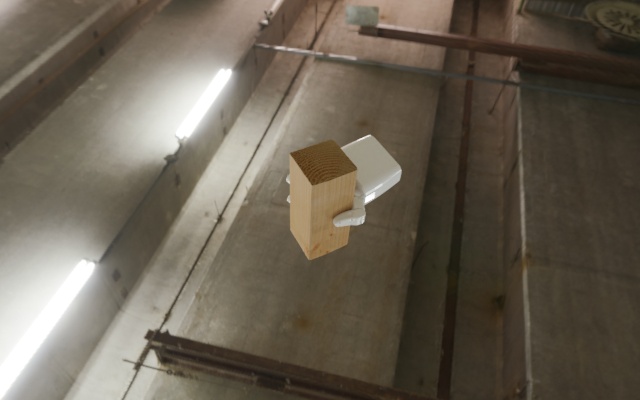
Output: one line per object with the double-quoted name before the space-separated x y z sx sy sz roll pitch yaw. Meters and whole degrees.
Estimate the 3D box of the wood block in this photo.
"wood block" 0.001 0.003 0.884 0.090 0.206 0.090 -21 51 -20
